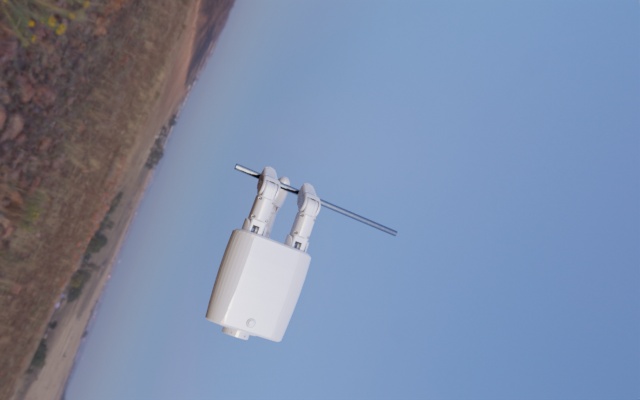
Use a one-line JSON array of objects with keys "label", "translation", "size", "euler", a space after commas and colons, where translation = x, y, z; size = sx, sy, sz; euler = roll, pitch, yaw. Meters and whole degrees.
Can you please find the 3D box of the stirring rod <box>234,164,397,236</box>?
[{"label": "stirring rod", "translation": [0.000, 0.002, 0.629], "size": [0.239, 0.011, 0.011], "euler": [23, -8, -19]}]
